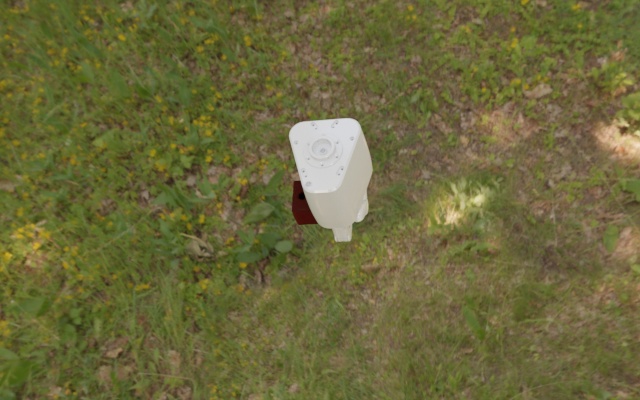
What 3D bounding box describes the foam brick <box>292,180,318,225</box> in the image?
[{"bbox_3d":[0.000,0.002,0.711,0.078,0.053,0.051,-3,-26,11],"label":"foam brick"}]
